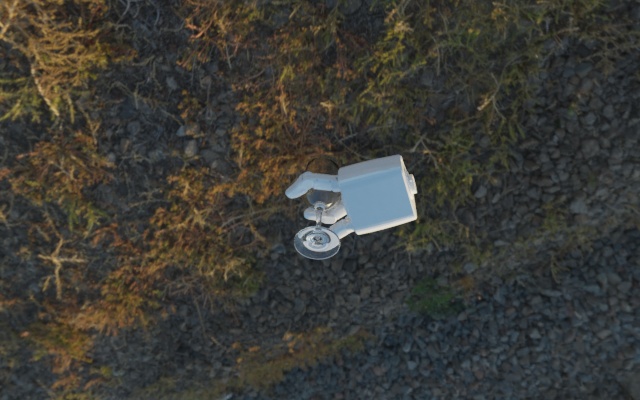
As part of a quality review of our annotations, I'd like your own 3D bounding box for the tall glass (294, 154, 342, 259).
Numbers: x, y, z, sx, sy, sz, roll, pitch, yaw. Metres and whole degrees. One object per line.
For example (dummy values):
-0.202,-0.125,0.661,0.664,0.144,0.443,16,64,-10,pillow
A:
0.000,0.003,0.829,0.079,0.079,0.200,0,41,4,tall glass
